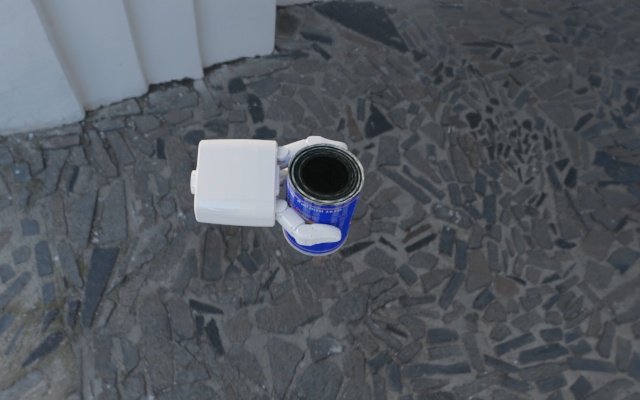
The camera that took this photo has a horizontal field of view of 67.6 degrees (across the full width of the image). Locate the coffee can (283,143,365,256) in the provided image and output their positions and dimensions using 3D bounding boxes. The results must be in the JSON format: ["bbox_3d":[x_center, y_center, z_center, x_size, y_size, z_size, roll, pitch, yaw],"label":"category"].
[{"bbox_3d":[0.000,0.002,0.683,0.103,0.102,0.140,0,-34,-8],"label":"coffee can"}]
